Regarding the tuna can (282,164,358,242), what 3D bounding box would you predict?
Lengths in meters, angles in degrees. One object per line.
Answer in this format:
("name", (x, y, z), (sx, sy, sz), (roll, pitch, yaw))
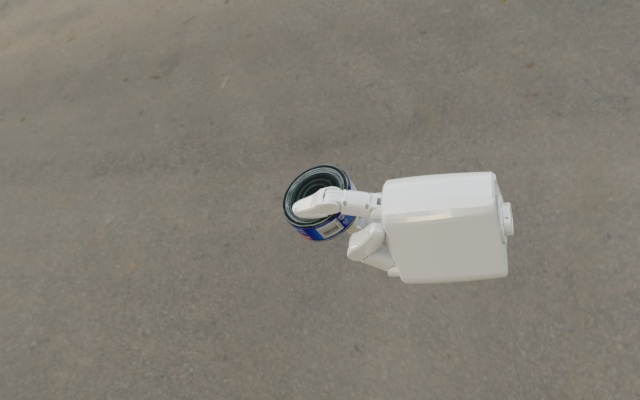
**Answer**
("tuna can", (0.000, 0.001, 0.542), (0.086, 0.086, 0.034), (0, -32, 31))
